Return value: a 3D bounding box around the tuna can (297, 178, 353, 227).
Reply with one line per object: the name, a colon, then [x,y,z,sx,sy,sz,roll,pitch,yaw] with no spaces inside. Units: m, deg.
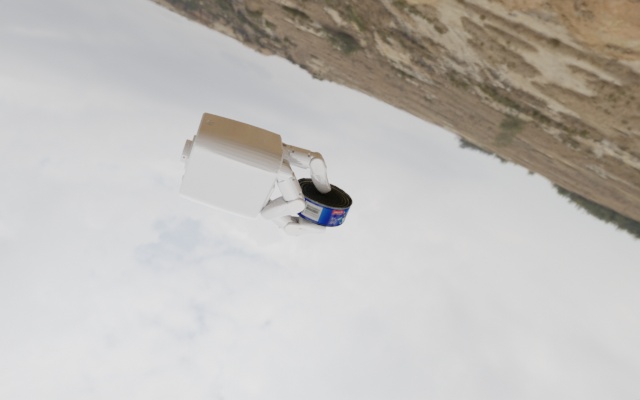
tuna can: [0.000,0.003,0.681,0.086,0.034,0.086,18,23,-8]
